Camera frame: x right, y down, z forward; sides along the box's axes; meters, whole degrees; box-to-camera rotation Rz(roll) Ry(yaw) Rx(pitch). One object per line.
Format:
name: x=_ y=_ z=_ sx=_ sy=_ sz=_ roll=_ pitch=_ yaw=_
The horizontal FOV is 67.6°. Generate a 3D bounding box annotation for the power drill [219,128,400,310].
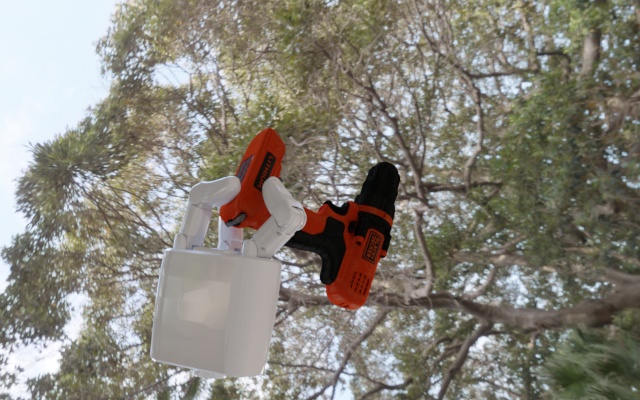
power drill: x=0.000 y=0.002 z=0.520 sx=0.188 sy=0.184 sz=0.057 roll=30 pitch=-28 yaw=-20
